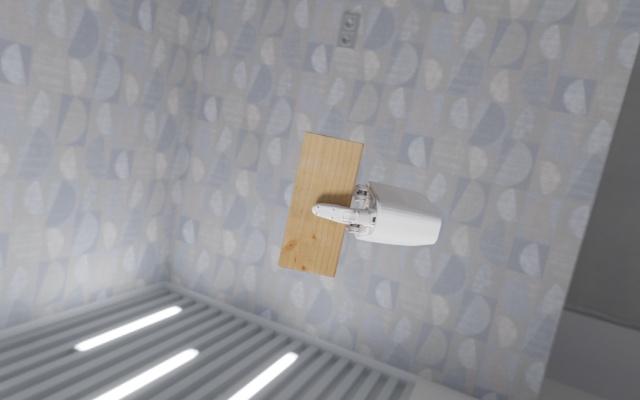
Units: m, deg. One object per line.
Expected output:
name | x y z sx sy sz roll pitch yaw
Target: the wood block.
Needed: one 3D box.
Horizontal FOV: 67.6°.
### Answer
wood block | 0.000 0.003 0.748 0.090 0.206 0.091 12 7 -1
